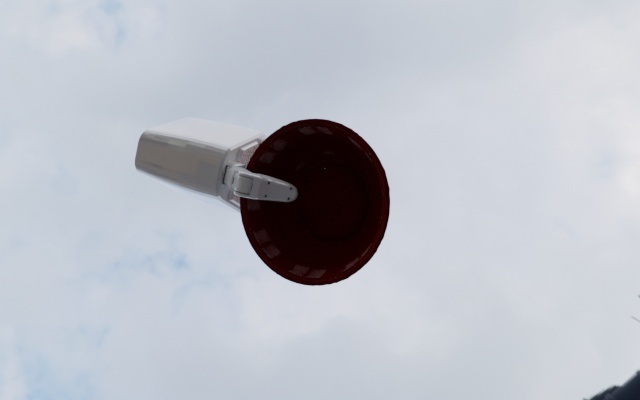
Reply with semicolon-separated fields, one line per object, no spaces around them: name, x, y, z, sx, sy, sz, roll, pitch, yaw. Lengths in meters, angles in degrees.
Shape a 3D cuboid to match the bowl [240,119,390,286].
bowl;0.001;0.002;0.483;0.162;0.162;0.055;0;1;25
